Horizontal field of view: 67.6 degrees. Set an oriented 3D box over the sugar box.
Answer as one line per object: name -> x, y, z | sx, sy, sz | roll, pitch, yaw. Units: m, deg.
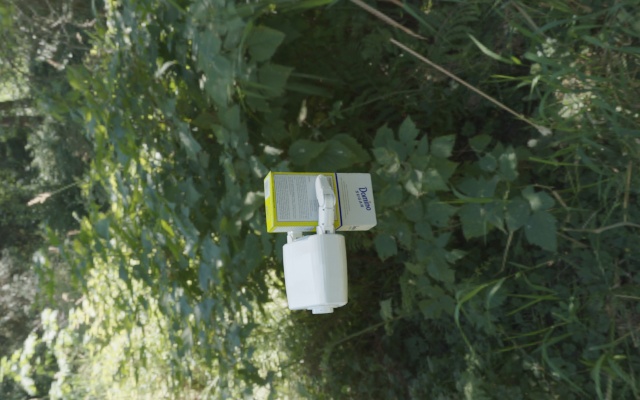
sugar box -> 0.000, 0.003, 0.783 | 0.176, 0.093, 0.048 | 2, -18, -21
